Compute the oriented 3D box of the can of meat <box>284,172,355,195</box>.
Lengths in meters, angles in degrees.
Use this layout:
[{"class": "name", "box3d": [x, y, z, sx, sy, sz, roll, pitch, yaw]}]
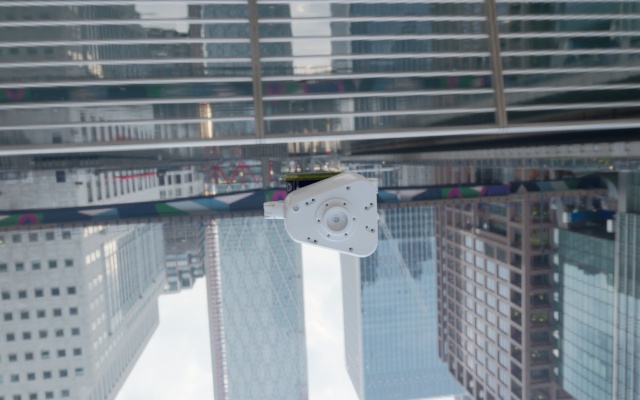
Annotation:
[{"class": "can of meat", "box3d": [0.000, 0.003, 0.693, 0.102, 0.084, 0.057, -3, 5, -7]}]
